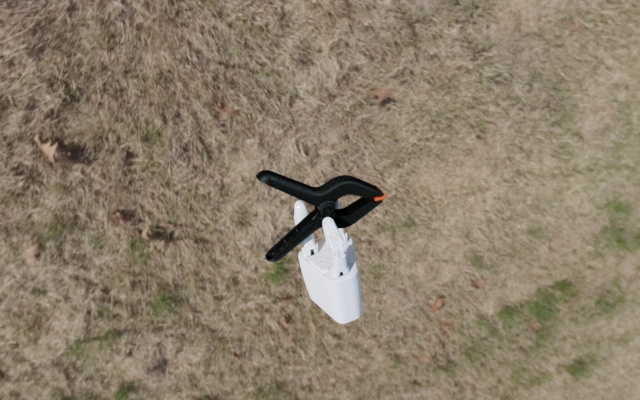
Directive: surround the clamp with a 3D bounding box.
[{"bbox_3d":[0.001,0.003,0.743,0.210,0.165,0.036,-18,37,-11],"label":"clamp"}]
